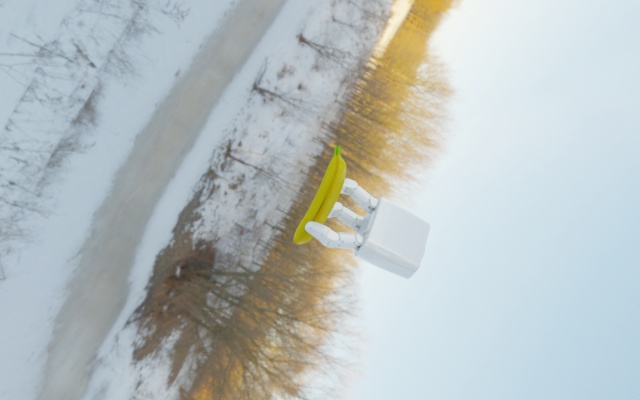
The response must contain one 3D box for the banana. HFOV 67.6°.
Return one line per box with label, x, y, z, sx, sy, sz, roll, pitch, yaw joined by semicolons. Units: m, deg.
banana;0.001;0.006;0.823;0.037;0.198;0.069;24;18;-8
